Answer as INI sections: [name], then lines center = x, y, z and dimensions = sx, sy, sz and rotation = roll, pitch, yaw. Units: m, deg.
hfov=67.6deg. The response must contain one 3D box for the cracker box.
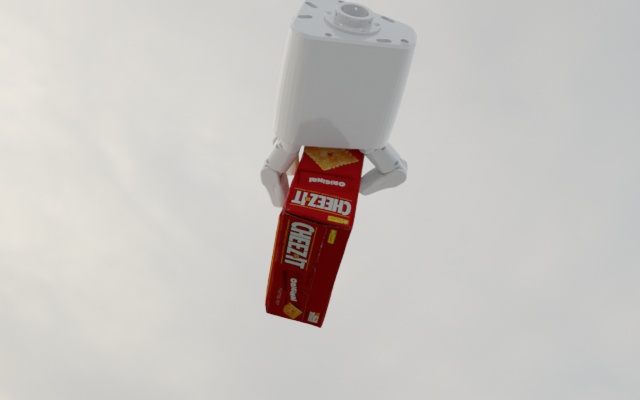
[cracker box]
center = 0.000, 0.002, 0.529
dimensions = 0.072, 0.164, 0.213
rotation = 14, 44, 1
